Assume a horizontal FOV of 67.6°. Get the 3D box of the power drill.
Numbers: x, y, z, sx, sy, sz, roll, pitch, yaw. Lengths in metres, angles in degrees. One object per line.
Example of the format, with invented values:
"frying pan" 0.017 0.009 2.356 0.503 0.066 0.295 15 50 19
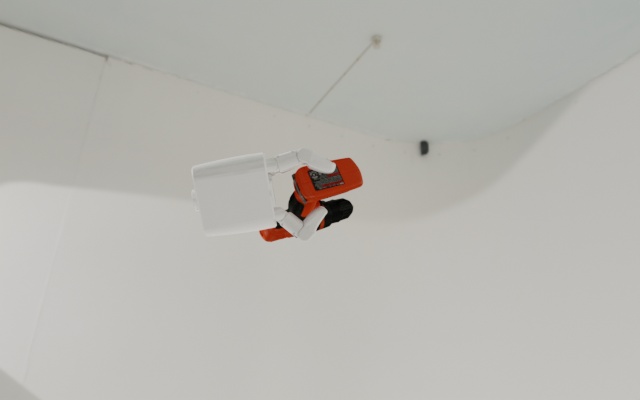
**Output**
"power drill" 0.000 0.002 0.793 0.184 0.057 0.188 -16 -21 -27
